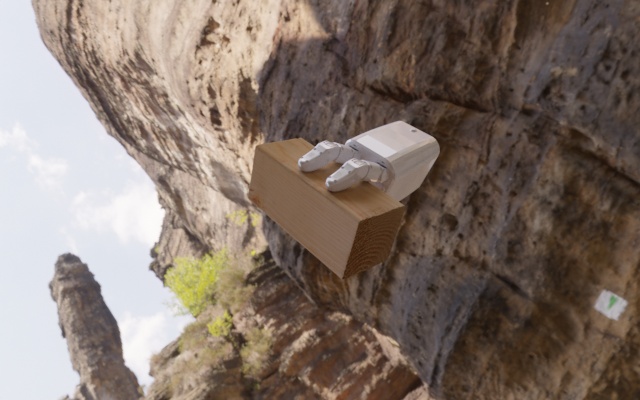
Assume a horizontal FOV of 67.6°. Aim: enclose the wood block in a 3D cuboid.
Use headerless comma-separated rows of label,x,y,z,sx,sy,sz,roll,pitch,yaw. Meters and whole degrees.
wood block,0.000,0.002,0.651,0.090,0.091,0.206,-16,40,-40
